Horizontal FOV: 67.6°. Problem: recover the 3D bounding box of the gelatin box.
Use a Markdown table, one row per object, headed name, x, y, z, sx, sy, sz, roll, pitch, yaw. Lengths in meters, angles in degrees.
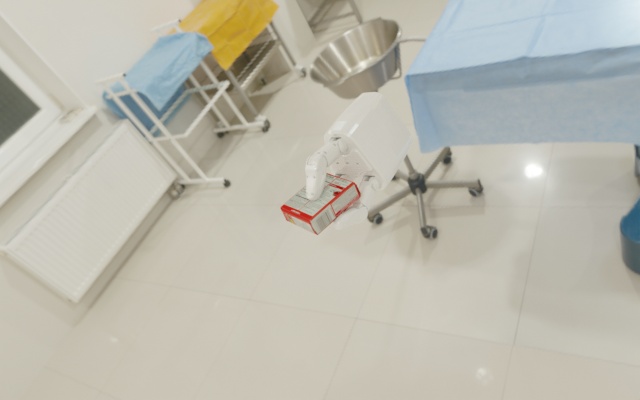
| name | x | y | z | sx | sy | sz | roll | pitch | yaw |
| --- | --- | --- | --- | --- | --- | --- | --- | --- | --- |
| gelatin box | 0.000 | 0.002 | 0.662 | 0.089 | 0.030 | 0.073 | -41 | 35 | -22 |
